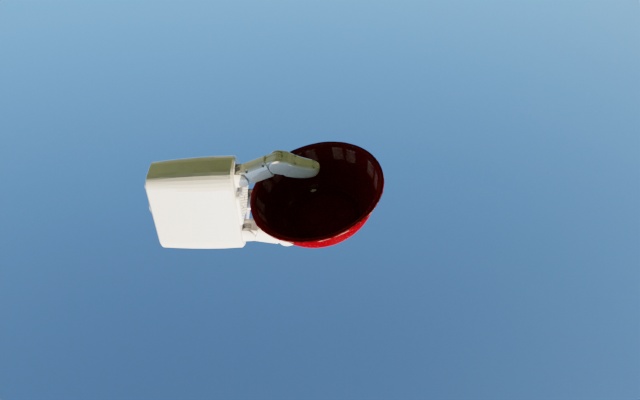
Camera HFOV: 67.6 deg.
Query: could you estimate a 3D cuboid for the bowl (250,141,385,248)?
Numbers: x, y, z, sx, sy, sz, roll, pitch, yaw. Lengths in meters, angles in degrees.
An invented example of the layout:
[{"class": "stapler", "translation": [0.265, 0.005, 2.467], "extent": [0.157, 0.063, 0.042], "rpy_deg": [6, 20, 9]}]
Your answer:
[{"class": "bowl", "translation": [0.001, 0.002, 0.575], "extent": [0.162, 0.162, 0.055], "rpy_deg": [0, -42, 19]}]
